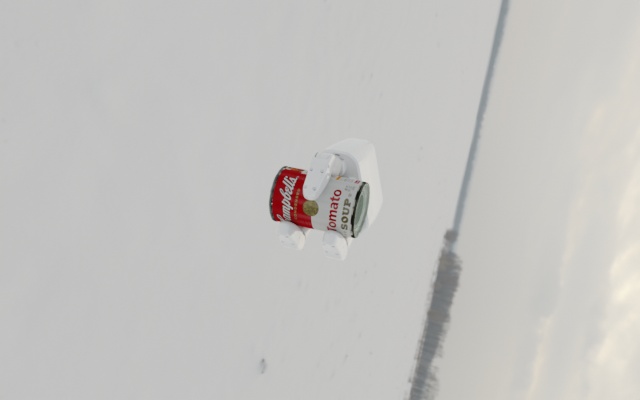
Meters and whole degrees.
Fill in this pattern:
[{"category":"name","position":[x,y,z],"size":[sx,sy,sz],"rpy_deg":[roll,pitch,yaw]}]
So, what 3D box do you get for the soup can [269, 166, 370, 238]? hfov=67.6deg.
[{"category":"soup can","position":[0.000,0.002,0.557],"size":[0.102,0.068,0.068],"rpy_deg":[12,3,17]}]
